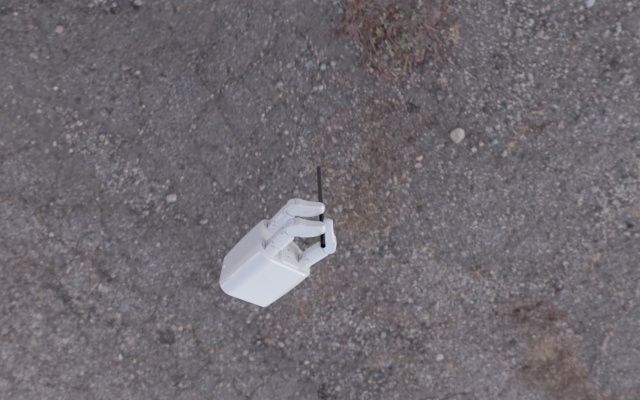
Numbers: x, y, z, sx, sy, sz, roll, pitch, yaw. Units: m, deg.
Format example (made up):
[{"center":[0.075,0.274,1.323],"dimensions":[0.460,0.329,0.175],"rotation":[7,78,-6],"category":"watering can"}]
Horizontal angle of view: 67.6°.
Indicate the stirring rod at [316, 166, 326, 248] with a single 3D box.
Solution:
[{"center":[0.000,0.003,0.800],"dimensions":[0.011,0.011,0.239],"rotation":[0,32,-2],"category":"stirring rod"}]
